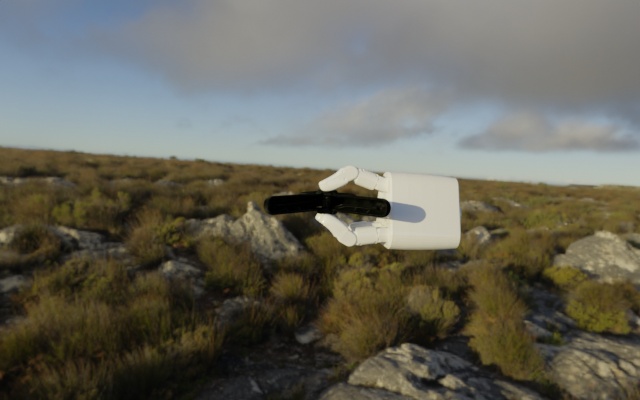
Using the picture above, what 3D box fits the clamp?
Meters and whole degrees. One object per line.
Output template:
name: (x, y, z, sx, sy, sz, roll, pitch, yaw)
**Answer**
clamp: (0.000, 0.001, 0.704, 0.164, 0.036, 0.210, 2, 4, -6)
